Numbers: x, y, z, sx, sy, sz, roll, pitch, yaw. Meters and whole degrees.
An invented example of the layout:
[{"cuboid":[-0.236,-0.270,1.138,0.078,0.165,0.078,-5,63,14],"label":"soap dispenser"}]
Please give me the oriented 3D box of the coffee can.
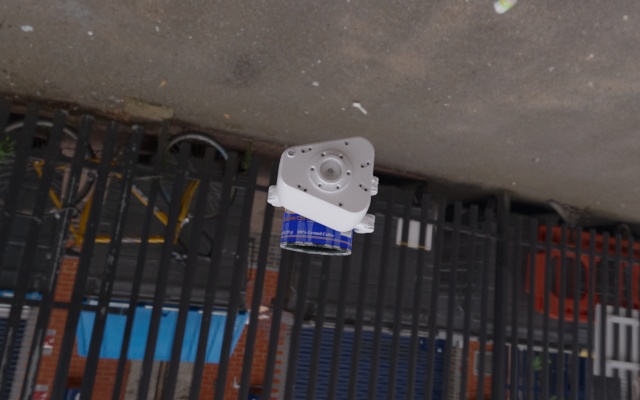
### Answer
[{"cuboid":[0.000,0.002,0.689,0.103,0.140,0.103,6,-12,1],"label":"coffee can"}]
